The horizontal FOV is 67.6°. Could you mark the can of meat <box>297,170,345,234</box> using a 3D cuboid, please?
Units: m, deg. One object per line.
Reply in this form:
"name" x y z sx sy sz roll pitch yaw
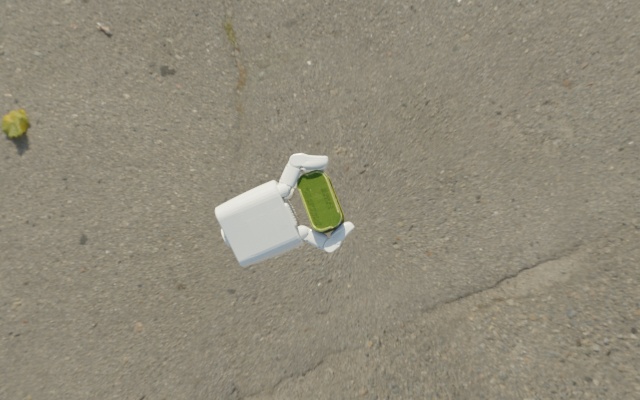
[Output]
"can of meat" 0.000 0.003 0.780 0.057 0.102 0.084 -21 -4 2
